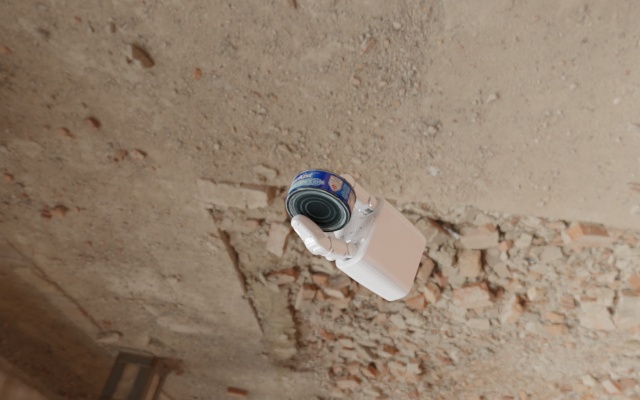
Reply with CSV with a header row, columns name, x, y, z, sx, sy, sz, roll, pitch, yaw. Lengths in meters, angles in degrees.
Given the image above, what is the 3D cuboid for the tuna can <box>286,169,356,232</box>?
name,x,y,z,sx,sy,sz,roll,pitch,yaw
tuna can,0.000,0.002,0.603,0.086,0.033,0.086,11,-40,10
